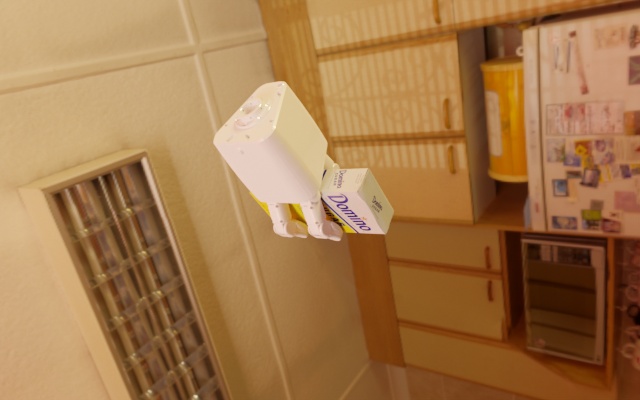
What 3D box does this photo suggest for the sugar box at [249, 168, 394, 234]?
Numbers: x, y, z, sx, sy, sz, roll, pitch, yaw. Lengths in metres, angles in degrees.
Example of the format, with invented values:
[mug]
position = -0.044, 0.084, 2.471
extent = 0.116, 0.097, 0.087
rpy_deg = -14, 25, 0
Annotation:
[sugar box]
position = 0.000, 0.002, 0.646
extent = 0.176, 0.048, 0.093
rpy_deg = 2, -36, 36
